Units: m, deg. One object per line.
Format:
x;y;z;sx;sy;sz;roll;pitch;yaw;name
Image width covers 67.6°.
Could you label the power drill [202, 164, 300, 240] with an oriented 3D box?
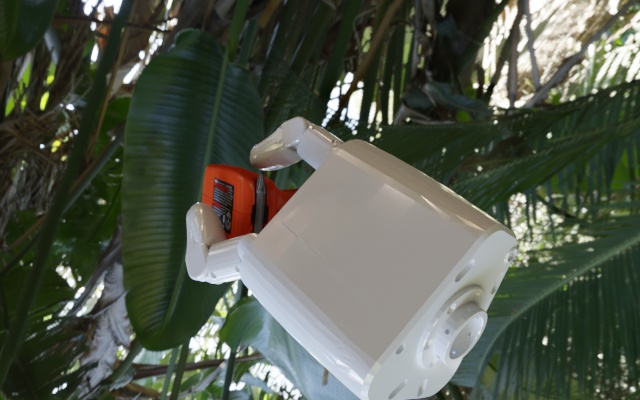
0.000;0.001;0.408;0.187;0.057;0.184;0;6;-27;power drill
